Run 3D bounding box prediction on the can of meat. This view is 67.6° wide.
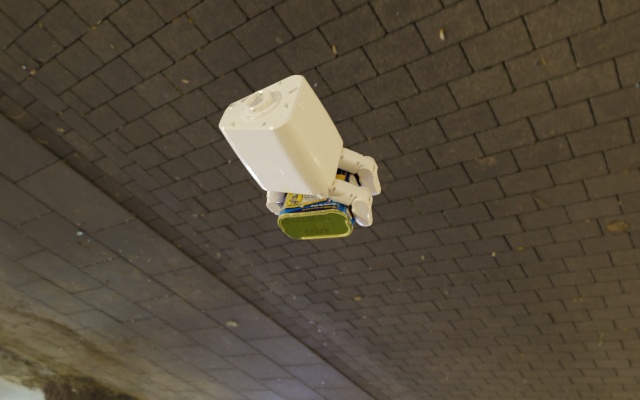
[{"bbox_3d":[0.000,0.002,0.629,0.102,0.084,0.057,-6,-43,24],"label":"can of meat"}]
